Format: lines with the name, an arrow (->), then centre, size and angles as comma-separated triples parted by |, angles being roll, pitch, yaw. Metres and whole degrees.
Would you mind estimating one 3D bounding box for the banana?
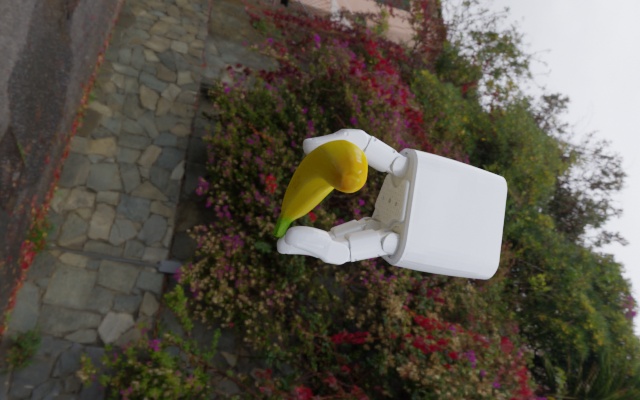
banana -> 0.002, -0.015, 0.409 | 0.037, 0.069, 0.198 | 15, -19, -14
